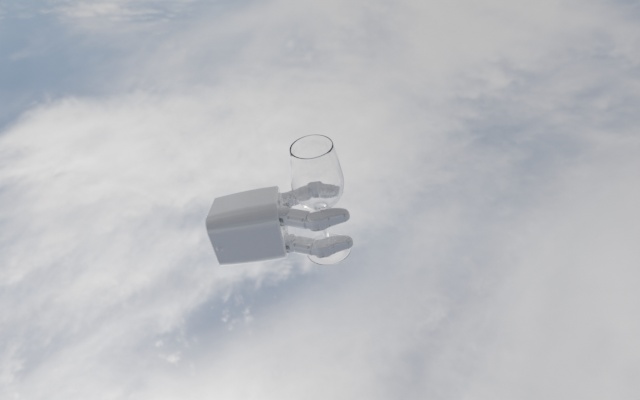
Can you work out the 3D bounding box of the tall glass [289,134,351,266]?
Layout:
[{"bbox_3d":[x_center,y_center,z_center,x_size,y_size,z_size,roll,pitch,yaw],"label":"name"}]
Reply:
[{"bbox_3d":[0.000,0.003,0.718,0.079,0.201,0.079,-6,38,4],"label":"tall glass"}]
